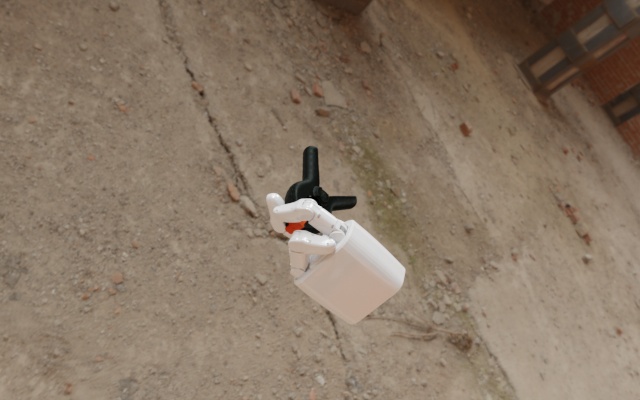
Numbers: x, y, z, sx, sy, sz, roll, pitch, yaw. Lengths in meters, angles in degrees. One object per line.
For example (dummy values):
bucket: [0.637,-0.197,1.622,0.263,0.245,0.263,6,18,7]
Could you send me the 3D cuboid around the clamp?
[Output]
clamp: [0.000,0.002,0.704,0.039,0.120,0.171,-37,19,38]
